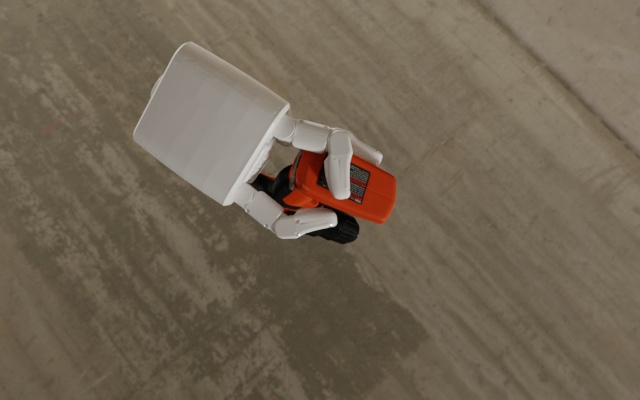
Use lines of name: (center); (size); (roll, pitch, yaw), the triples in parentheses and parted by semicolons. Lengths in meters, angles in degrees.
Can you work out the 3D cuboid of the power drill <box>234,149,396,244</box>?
power drill: (0.000, 0.002, 0.532); (0.184, 0.057, 0.188); (22, -19, -23)
